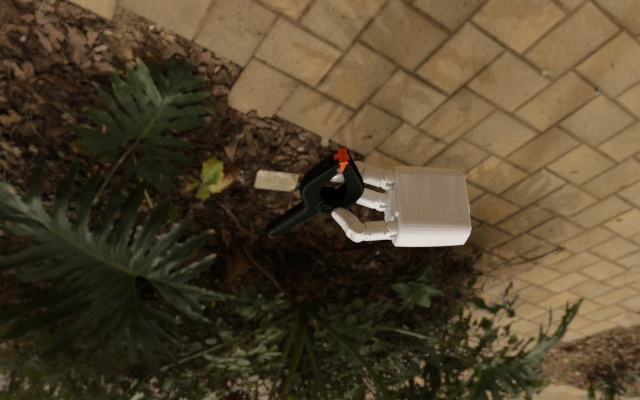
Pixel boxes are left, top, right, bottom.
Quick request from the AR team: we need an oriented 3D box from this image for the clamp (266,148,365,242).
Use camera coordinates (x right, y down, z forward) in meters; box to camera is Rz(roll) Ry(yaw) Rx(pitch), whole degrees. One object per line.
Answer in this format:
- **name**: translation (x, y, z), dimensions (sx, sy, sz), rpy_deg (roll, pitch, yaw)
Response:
- **clamp**: translation (0.000, 0.003, 0.714), dimensions (0.164, 0.036, 0.210), rpy_deg (-1, -36, -7)
